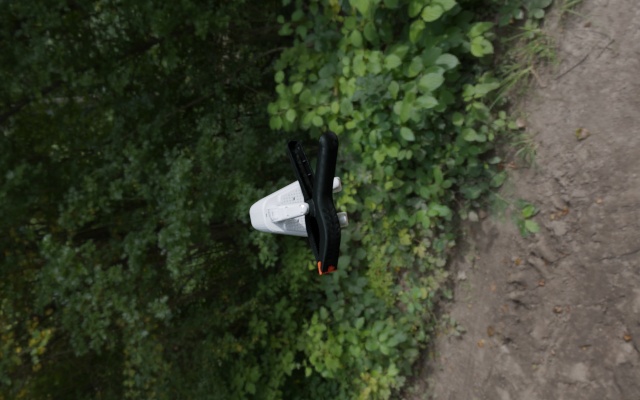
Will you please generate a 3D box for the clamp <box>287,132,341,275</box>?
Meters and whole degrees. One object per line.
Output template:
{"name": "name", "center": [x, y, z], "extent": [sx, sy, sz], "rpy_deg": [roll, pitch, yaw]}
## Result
{"name": "clamp", "center": [-0.001, 0.003, 0.687], "extent": [0.036, 0.210, 0.164], "rpy_deg": [-10, 0, -20]}
